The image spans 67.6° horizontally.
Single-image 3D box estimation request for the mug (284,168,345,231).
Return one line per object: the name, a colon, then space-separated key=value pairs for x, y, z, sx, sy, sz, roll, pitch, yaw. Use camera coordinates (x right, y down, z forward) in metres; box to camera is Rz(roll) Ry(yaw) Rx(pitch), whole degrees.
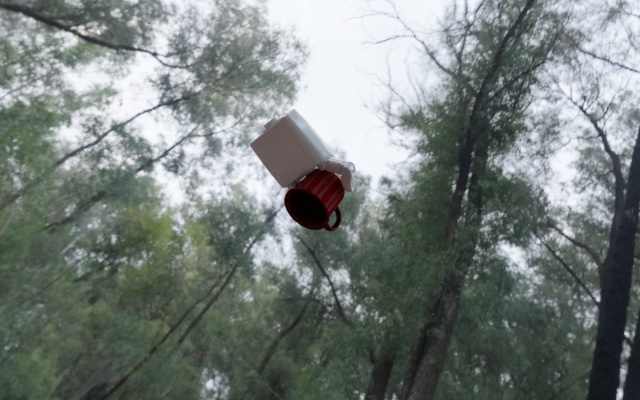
mug: x=0.001 y=0.004 z=0.882 sx=0.093 sy=0.117 sz=0.081 roll=-24 pitch=19 yaw=45
